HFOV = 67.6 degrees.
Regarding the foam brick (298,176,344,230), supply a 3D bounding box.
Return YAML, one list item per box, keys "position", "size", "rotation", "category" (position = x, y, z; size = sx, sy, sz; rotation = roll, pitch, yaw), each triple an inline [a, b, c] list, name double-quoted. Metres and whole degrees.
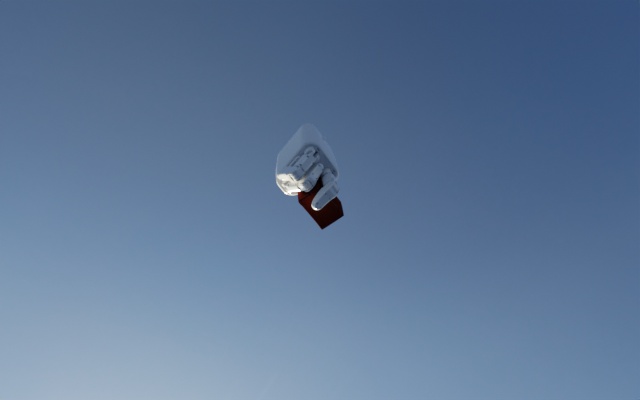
- position: [0.000, 0.003, 0.888]
  size: [0.053, 0.078, 0.051]
  rotation: [-32, 29, 13]
  category: "foam brick"
